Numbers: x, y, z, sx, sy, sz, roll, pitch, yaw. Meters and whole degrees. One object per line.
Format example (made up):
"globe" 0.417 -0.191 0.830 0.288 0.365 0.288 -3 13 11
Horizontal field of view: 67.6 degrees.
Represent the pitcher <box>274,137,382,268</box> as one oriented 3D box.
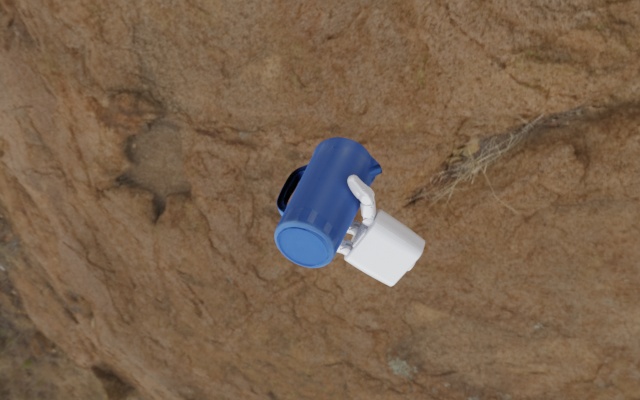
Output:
"pitcher" 0.000 0.003 0.875 0.145 0.242 0.149 34 -45 -6
